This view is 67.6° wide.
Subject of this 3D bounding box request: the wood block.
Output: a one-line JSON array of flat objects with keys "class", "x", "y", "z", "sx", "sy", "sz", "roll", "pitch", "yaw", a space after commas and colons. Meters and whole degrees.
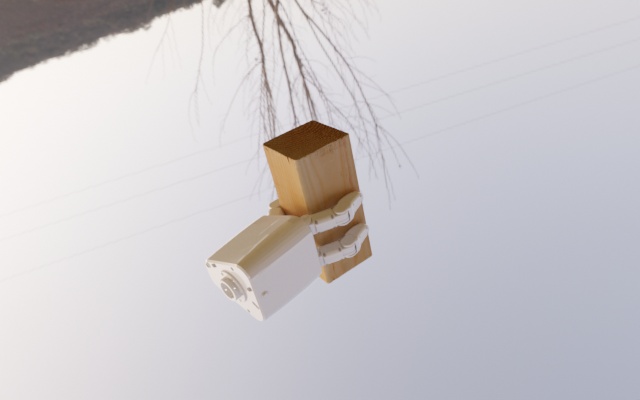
[{"class": "wood block", "x": 0.000, "y": 0.002, "z": 0.689, "sx": 0.090, "sy": 0.206, "sz": 0.090, "roll": -30, "pitch": 35, "yaw": -24}]
